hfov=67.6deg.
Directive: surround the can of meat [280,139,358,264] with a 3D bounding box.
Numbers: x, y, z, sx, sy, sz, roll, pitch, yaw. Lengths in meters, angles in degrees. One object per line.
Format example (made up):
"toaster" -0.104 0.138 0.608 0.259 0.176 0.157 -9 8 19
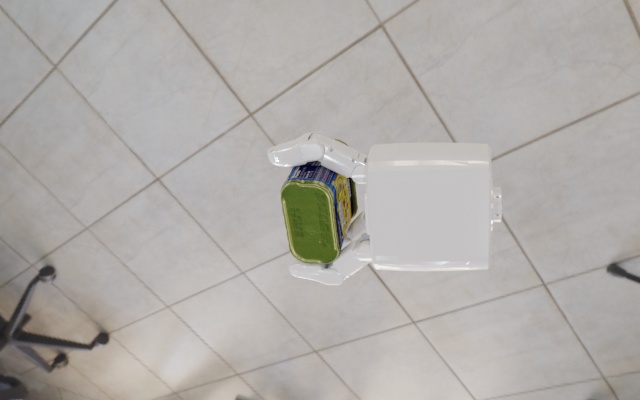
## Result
"can of meat" 0.000 0.002 0.484 0.057 0.102 0.084 2 34 15
